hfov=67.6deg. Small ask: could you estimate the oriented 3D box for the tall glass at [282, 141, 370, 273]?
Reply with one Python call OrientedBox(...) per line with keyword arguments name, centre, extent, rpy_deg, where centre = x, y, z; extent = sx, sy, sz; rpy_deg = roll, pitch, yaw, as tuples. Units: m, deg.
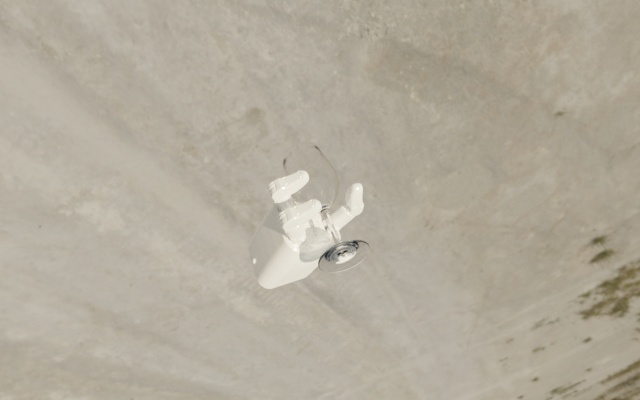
OrientedBox(name="tall glass", centre=(0.000, 0.003, 0.699), extent=(0.079, 0.201, 0.079), rpy_deg=(-15, -36, -11))
